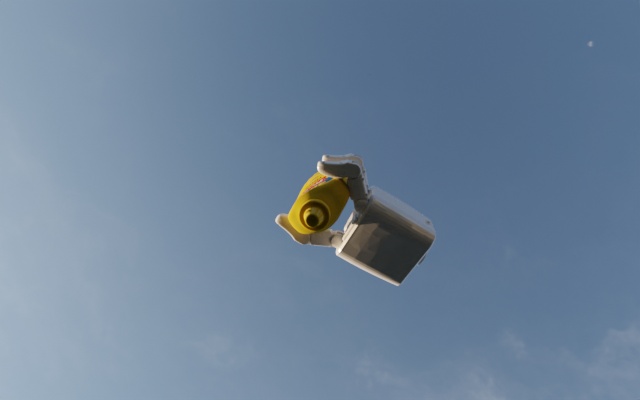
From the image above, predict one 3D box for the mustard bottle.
[{"bbox_3d":[0.000,0.002,0.682,0.096,0.058,0.191,-35,8,13],"label":"mustard bottle"}]
